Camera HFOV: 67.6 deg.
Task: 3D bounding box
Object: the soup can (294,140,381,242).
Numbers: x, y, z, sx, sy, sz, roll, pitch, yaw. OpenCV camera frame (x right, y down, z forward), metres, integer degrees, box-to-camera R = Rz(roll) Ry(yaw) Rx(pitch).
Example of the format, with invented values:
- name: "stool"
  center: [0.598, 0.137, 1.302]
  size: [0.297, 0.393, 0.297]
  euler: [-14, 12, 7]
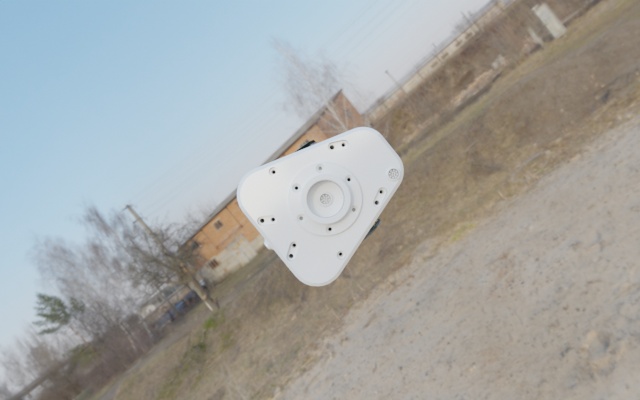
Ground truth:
- name: "soup can"
  center: [0.000, 0.001, 0.462]
  size: [0.068, 0.102, 0.068]
  euler: [-39, 1, 1]
